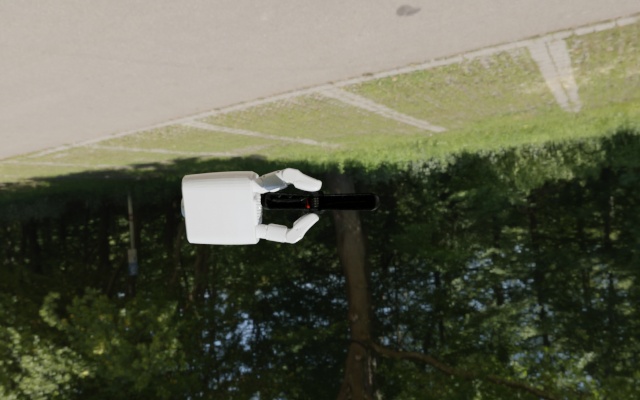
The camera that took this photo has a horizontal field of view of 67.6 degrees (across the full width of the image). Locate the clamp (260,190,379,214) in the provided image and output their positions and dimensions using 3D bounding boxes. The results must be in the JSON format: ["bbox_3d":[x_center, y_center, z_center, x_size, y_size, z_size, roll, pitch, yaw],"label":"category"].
[{"bbox_3d":[0.000,0.003,0.743,0.164,0.036,0.210,1,-1,0],"label":"clamp"}]
